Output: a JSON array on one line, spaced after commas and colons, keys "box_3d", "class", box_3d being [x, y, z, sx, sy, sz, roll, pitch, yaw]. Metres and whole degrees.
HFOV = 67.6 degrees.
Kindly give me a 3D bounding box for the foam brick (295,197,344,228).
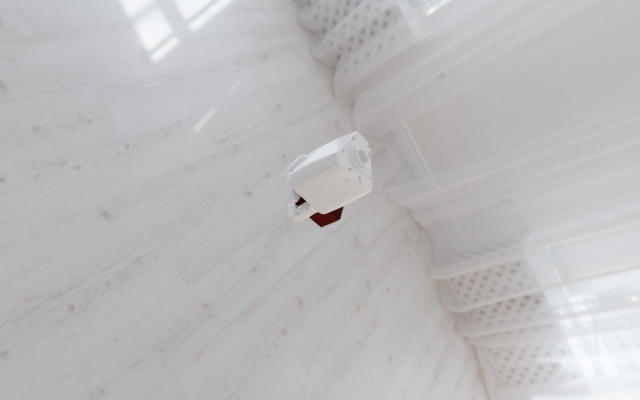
[{"box_3d": [0.000, 0.003, 0.888, 0.051, 0.053, 0.078, -25, -55, 37], "class": "foam brick"}]
